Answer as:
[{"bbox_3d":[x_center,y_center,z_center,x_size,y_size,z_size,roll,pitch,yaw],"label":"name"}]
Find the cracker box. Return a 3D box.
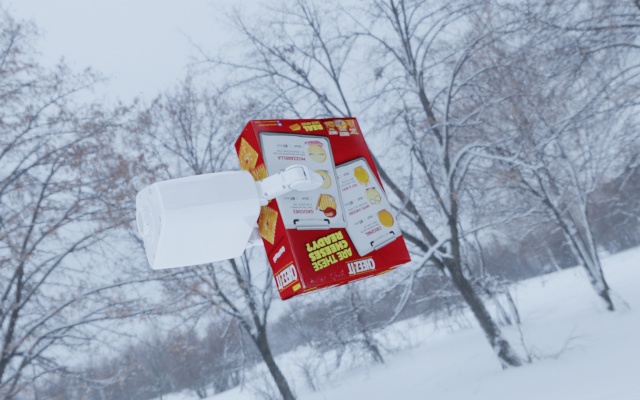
[{"bbox_3d":[0.000,0.002,0.607,0.164,0.213,0.072,-8,-19,-33],"label":"cracker box"}]
